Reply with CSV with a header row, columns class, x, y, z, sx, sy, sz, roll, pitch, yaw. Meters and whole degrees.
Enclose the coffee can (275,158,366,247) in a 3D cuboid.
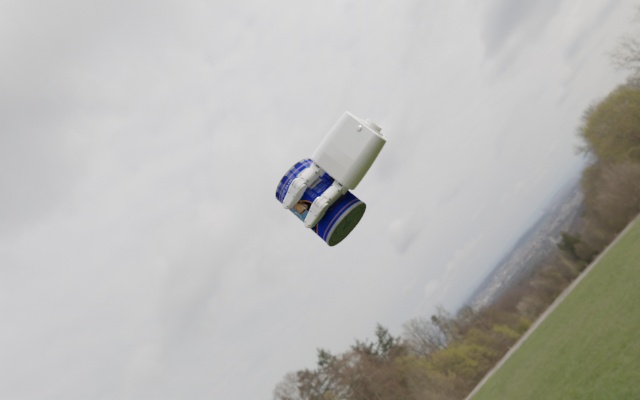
class,x,y,z,sx,sy,sz,roll,pitch,yaw
coffee can,0.000,0.003,0.893,0.140,0.103,0.103,40,16,20
